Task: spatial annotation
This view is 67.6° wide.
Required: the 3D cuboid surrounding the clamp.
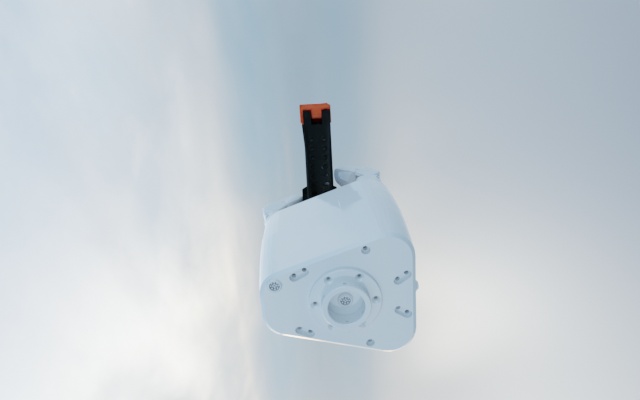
[{"bbox_3d":[-0.001,0.001,0.497,0.036,0.210,0.164,-4,20,-1],"label":"clamp"}]
